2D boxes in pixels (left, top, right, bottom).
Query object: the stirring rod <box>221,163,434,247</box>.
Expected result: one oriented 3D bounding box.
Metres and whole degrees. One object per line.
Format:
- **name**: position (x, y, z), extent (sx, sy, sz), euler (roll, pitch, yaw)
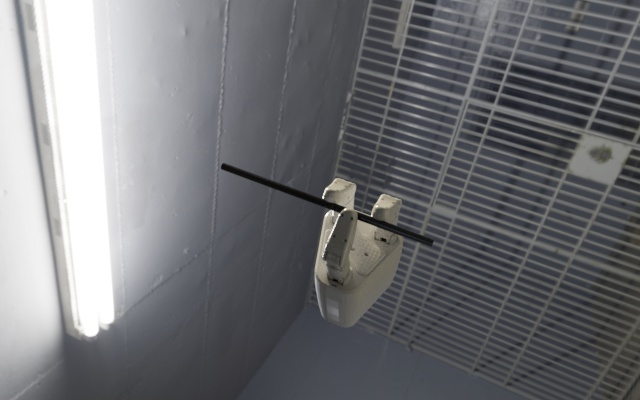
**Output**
- **stirring rod**: position (0.000, 0.002, 0.495), extent (0.239, 0.011, 0.011), euler (20, 6, 17)
